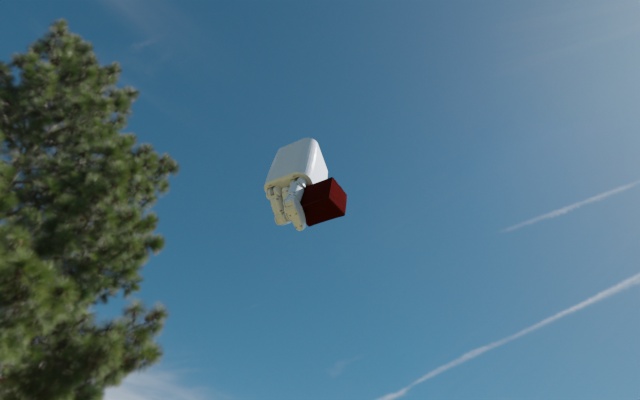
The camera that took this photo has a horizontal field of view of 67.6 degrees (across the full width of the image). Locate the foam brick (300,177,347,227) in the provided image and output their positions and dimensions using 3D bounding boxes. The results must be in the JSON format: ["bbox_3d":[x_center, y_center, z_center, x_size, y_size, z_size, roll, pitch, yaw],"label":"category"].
[{"bbox_3d":[0.000,0.003,0.837,0.078,0.051,0.053,-18,-50,29],"label":"foam brick"}]
